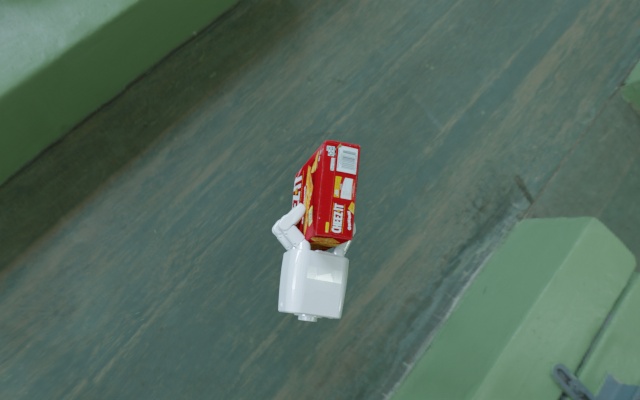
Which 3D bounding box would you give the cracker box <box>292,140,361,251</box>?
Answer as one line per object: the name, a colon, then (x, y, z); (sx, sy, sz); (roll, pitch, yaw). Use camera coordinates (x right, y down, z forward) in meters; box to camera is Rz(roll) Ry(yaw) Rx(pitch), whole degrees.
cracker box: (0.000, 0.003, 0.867); (0.072, 0.164, 0.214); (9, -14, -14)
